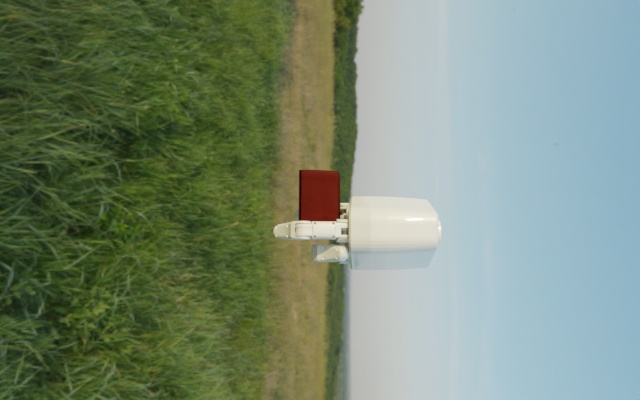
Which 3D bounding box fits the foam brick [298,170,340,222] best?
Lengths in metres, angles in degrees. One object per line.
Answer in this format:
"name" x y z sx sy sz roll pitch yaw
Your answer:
"foam brick" 0.000 0.002 0.627 0.051 0.078 0.053 -1 -6 6
